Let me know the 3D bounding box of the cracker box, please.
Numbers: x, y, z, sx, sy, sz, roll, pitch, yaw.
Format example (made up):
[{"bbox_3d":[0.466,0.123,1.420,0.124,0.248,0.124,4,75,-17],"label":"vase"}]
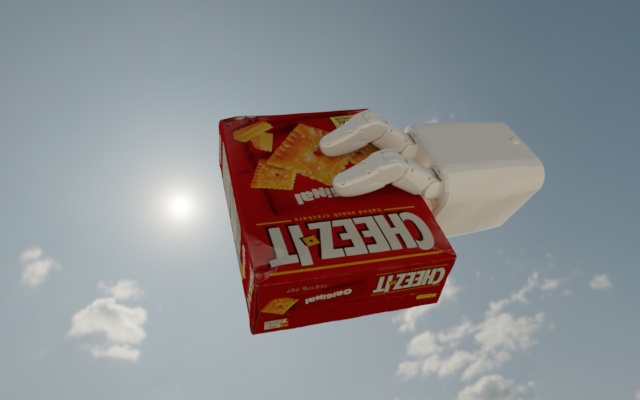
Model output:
[{"bbox_3d":[0.000,0.001,0.440,0.164,0.072,0.213,-6,44,-15],"label":"cracker box"}]
